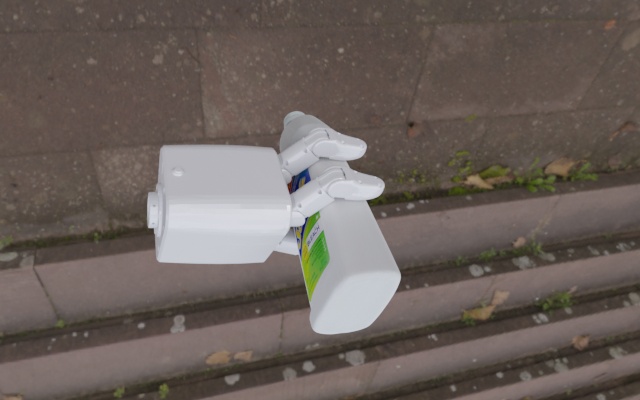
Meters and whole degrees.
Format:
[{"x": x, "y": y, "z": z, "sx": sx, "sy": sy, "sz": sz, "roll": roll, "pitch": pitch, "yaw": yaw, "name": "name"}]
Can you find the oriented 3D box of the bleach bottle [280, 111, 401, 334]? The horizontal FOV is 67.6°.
[{"x": 0.000, "y": 0.002, "z": 0.496, "sx": 0.068, "sy": 0.250, "sz": 0.103, "roll": 1, "pitch": -44, "yaw": -23, "name": "bleach bottle"}]
